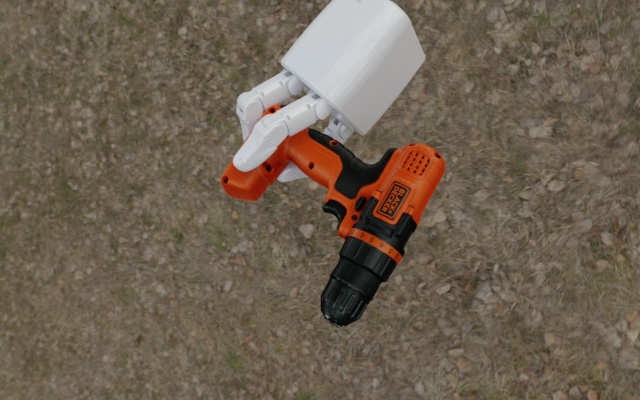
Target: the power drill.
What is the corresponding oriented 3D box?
[{"bbox_3d":[0.000,0.001,0.458,0.187,0.184,0.057,28,-13,19],"label":"power drill"}]
